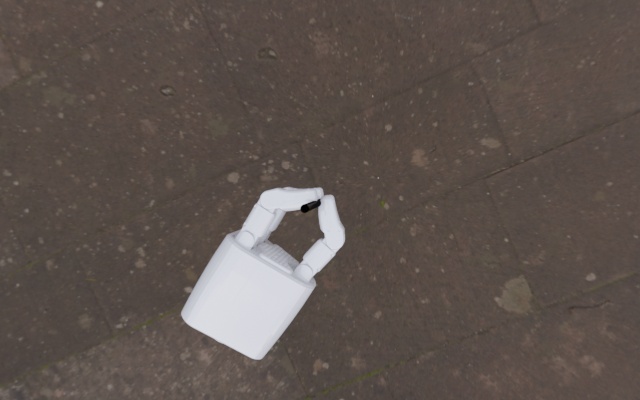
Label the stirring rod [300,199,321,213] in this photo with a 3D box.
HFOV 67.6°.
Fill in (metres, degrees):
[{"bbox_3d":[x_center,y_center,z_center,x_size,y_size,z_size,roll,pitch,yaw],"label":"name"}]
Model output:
[{"bbox_3d":[0.000,0.002,0.550,0.011,0.011,0.239,0,3,7],"label":"stirring rod"}]
